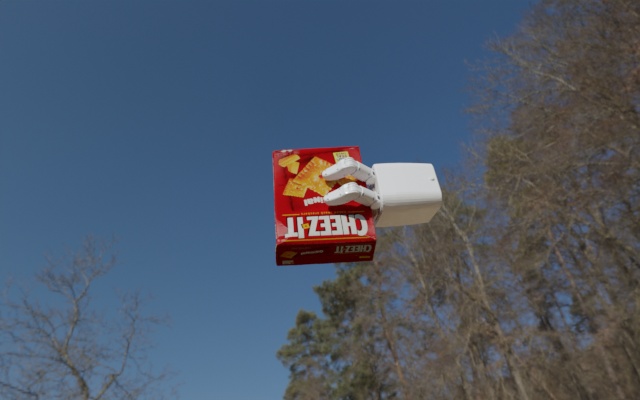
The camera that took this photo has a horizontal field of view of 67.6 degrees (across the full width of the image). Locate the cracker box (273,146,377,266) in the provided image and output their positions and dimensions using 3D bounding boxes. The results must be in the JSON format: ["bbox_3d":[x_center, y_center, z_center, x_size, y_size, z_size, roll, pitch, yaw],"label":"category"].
[{"bbox_3d":[0.000,0.003,0.836,0.164,0.213,0.072,-3,-39,-5],"label":"cracker box"}]
